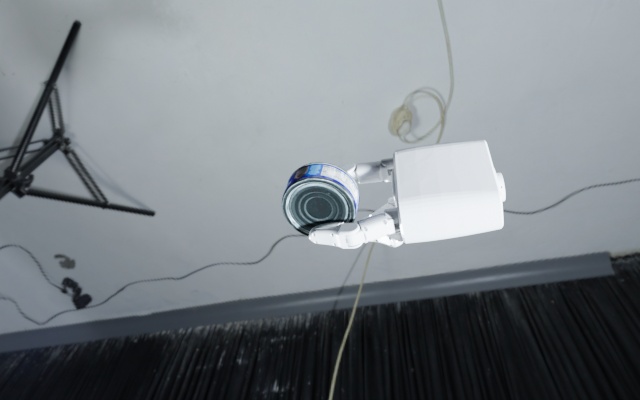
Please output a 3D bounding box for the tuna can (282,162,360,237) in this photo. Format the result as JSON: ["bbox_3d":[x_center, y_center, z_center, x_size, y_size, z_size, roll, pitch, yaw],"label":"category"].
[{"bbox_3d":[0.000,0.002,0.539,0.086,0.086,0.033,0,34,11],"label":"tuna can"}]
